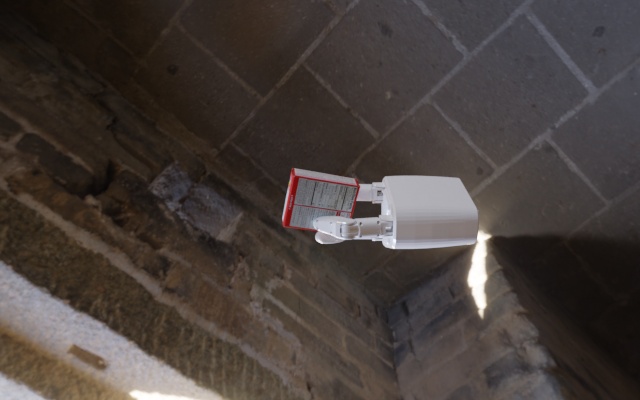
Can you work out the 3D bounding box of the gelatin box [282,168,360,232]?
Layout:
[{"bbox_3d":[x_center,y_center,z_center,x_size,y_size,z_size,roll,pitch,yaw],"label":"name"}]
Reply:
[{"bbox_3d":[0.000,0.002,0.620,0.089,0.073,0.030,8,24,-11],"label":"gelatin box"}]
